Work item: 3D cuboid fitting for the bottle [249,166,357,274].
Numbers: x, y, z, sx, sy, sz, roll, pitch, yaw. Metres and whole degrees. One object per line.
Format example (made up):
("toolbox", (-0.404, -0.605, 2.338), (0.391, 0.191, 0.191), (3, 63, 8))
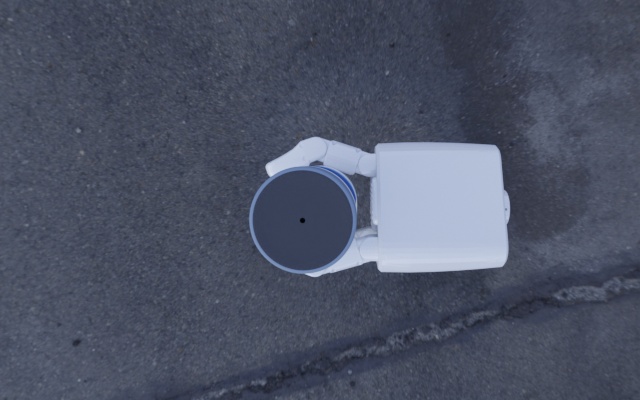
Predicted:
("bottle", (0.000, 0.001, 0.437), (0.069, 0.069, 0.295), (0, 4, 4))
